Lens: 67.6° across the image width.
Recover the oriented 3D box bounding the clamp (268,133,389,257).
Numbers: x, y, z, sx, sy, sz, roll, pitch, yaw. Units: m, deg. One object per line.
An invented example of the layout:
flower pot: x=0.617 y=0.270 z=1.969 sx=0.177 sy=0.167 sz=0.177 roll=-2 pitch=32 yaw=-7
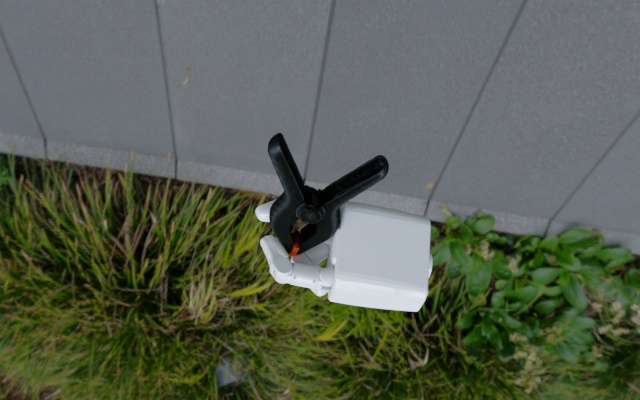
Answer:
clamp: x=0.000 y=0.002 z=0.512 sx=0.120 sy=0.039 sz=0.172 roll=10 pitch=-40 yaw=-2
